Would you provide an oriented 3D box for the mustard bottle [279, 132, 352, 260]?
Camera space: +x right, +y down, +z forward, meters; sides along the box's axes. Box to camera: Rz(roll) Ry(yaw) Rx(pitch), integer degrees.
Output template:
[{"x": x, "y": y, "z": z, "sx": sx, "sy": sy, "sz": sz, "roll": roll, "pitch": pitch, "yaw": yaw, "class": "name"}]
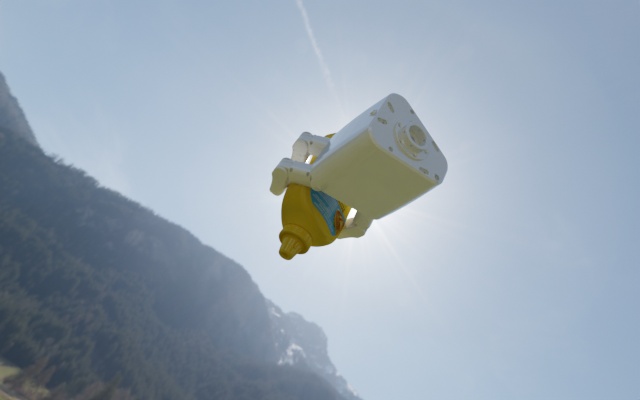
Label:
[{"x": 0.000, "y": 0.002, "z": 0.615, "sx": 0.058, "sy": 0.096, "sz": 0.191, "roll": -4, "pitch": 38, "yaw": 37, "class": "mustard bottle"}]
